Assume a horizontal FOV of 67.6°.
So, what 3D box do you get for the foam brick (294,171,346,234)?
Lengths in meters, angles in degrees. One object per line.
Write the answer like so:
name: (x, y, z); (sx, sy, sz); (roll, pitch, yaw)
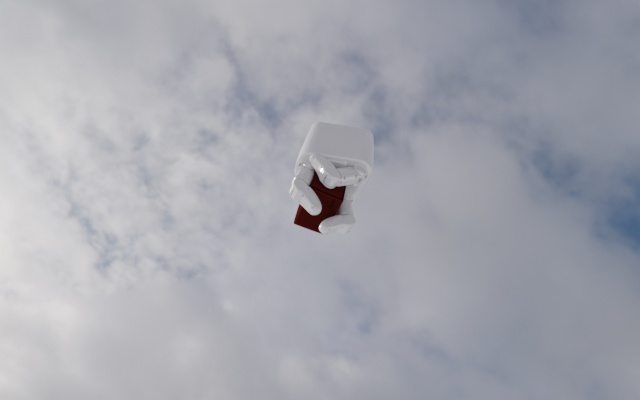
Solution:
foam brick: (0.000, 0.003, 0.720); (0.053, 0.078, 0.051); (22, 38, -7)
